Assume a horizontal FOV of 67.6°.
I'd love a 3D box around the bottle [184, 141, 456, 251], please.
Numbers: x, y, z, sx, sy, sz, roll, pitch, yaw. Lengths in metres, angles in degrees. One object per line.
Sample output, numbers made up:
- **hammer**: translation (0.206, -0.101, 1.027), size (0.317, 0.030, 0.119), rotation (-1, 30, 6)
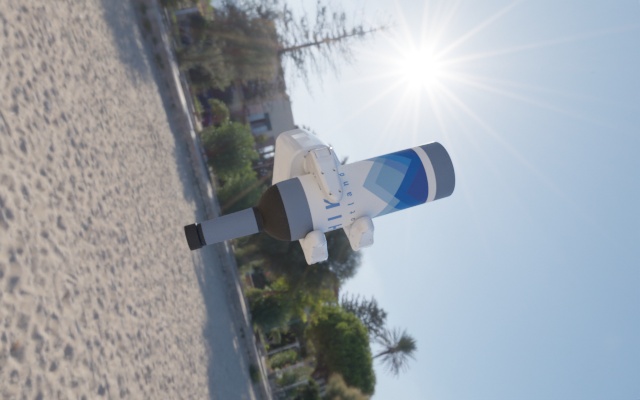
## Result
- **bottle**: translation (0.000, 0.002, 0.527), size (0.295, 0.069, 0.069), rotation (-15, 3, -10)
